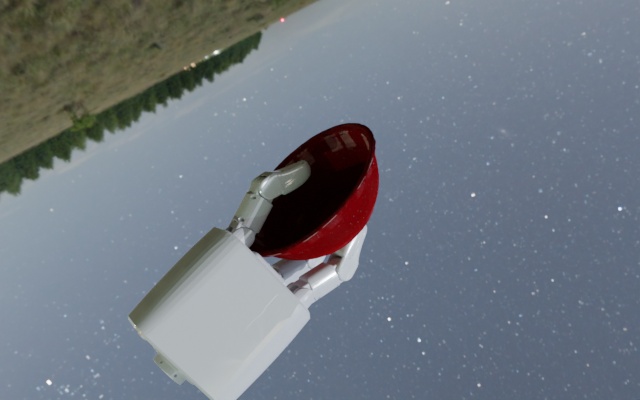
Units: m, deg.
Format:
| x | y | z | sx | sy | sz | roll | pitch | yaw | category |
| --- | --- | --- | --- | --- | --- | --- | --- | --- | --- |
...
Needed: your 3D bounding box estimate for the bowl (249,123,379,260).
| x | y | z | sx | sy | sz | roll | pitch | yaw | category |
| --- | --- | --- | --- | --- | --- | --- | --- | --- | --- |
| 0.001 | 0.001 | 0.462 | 0.055 | 0.162 | 0.162 | 44 | -25 | -28 | bowl |
